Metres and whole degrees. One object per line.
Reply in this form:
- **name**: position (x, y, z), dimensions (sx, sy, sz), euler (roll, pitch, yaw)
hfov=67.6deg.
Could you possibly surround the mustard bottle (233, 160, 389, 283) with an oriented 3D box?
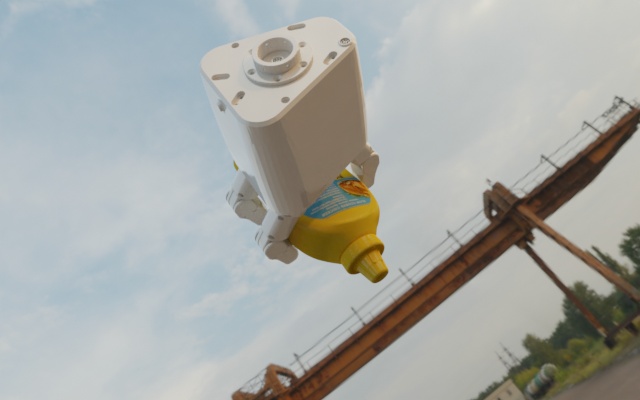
- **mustard bottle**: position (0.000, 0.002, 0.457), dimensions (0.096, 0.058, 0.191), euler (-16, 52, -33)
